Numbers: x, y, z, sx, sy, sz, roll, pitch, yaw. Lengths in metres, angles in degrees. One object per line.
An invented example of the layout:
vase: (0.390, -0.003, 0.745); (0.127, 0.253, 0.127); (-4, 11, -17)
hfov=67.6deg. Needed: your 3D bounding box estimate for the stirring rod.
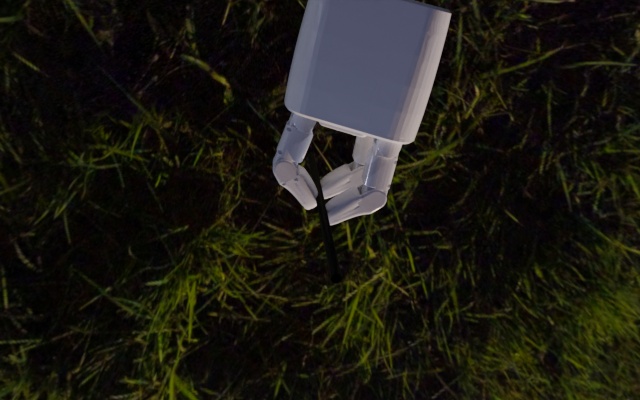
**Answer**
stirring rod: (0.000, 0.001, 0.437); (0.011, 0.011, 0.239); (0, 26, -6)
